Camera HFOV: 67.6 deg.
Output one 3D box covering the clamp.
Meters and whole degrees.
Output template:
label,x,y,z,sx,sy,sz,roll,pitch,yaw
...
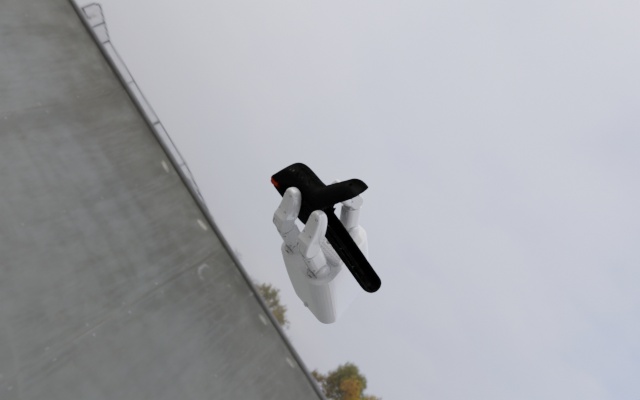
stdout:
label,x,y,z,sx,sy,sz,roll,pitch,yaw
clamp,0.000,0.001,0.594,0.036,0.165,0.210,-29,48,-23
